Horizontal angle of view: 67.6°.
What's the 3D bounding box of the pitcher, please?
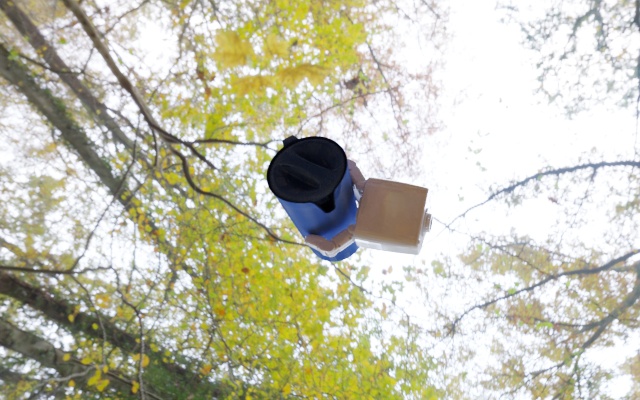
[{"bbox_3d":[0.000,0.003,0.851,0.145,0.149,0.243,9,-30,21],"label":"pitcher"}]
